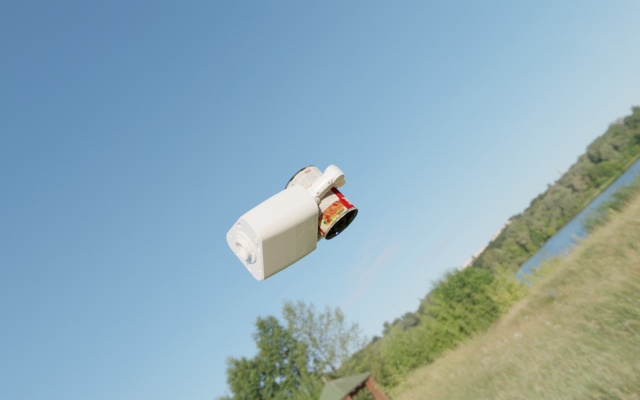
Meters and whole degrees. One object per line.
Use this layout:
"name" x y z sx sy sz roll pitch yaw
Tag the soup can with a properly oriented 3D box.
"soup can" 0.000 0.002 0.747 0.102 0.068 0.068 46 19 19
